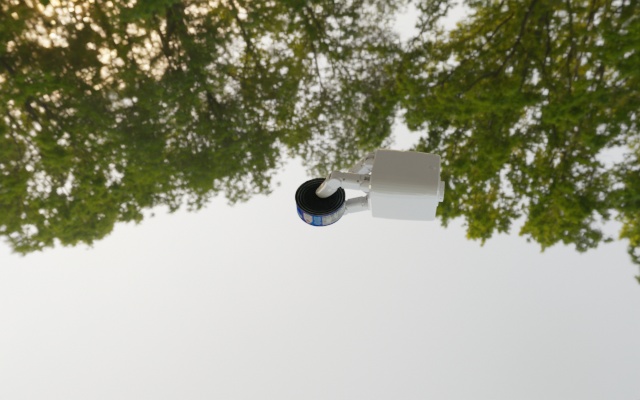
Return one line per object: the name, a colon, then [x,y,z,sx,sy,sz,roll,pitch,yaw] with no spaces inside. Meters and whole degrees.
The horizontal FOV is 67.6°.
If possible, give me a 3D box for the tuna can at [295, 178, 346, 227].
tuna can: [0.000,0.003,0.807,0.086,0.086,0.034,0,-42,3]
